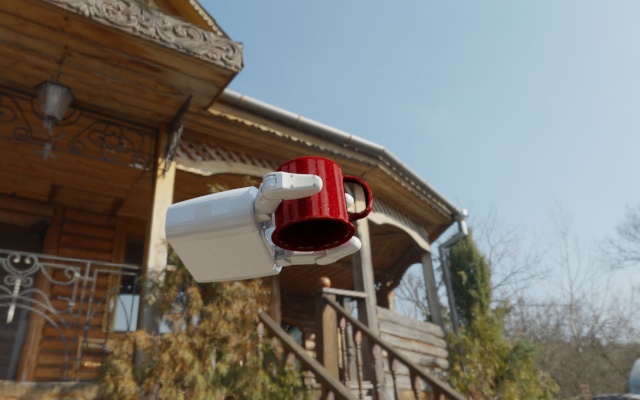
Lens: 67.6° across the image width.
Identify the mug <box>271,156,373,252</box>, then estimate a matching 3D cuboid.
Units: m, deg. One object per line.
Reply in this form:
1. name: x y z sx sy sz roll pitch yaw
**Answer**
1. mug: 0.001 0.001 0.540 0.117 0.081 0.093 -10 -28 8
